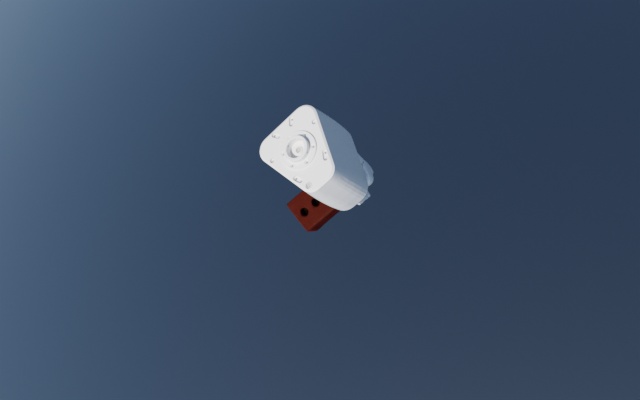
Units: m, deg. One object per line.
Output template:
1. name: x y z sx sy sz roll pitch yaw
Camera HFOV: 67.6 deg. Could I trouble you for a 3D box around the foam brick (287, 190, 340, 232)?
1. foam brick: 0.000 0.003 0.702 0.078 0.053 0.051 -41 -11 14
